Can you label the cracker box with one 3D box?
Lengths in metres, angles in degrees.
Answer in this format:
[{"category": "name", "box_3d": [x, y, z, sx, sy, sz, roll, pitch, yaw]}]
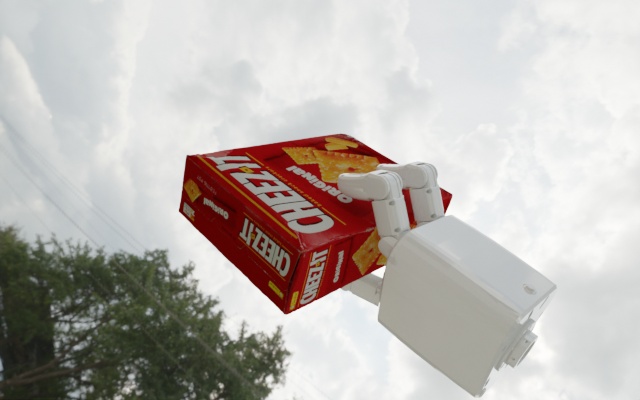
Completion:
[{"category": "cracker box", "box_3d": [0.000, 0.002, 0.467, 0.213, 0.072, 0.164, -15, 40, -44]}]
